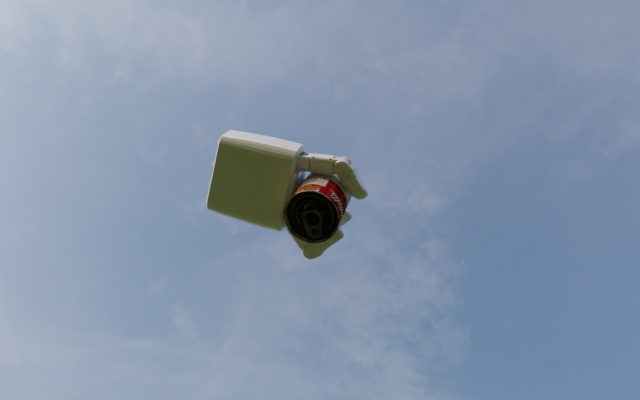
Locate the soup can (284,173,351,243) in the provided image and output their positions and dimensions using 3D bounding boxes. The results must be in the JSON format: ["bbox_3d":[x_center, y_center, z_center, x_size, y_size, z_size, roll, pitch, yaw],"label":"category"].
[{"bbox_3d":[0.001,0.002,0.610,0.068,0.068,0.102,0,21,14],"label":"soup can"}]
